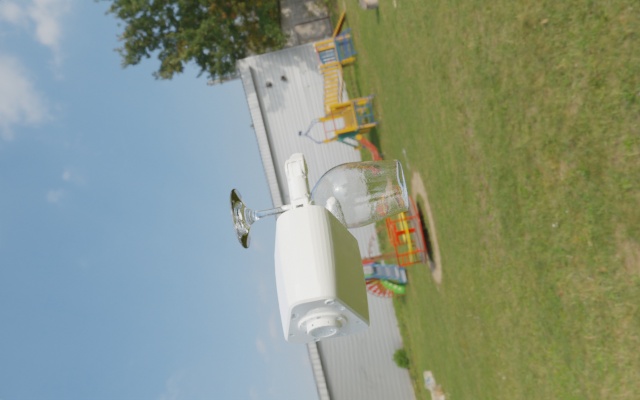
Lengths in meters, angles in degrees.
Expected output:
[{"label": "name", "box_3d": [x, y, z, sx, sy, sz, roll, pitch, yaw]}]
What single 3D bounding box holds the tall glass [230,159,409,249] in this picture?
[{"label": "tall glass", "box_3d": [-0.001, 0.002, 0.568, 0.201, 0.079, 0.079, -12, -1, 4]}]
